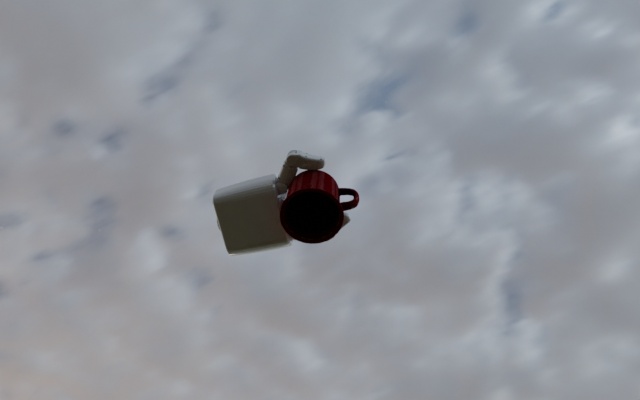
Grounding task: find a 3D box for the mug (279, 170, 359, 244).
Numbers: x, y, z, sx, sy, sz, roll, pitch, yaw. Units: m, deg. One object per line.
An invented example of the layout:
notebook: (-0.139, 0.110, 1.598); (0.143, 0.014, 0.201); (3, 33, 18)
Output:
mug: (0.002, 0.002, 0.718); (0.117, 0.093, 0.081); (-11, 27, 8)
